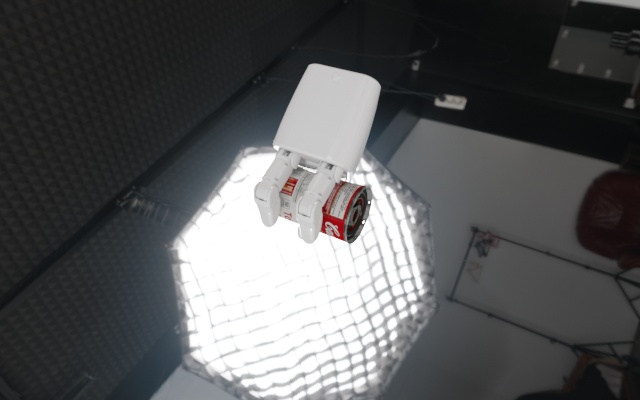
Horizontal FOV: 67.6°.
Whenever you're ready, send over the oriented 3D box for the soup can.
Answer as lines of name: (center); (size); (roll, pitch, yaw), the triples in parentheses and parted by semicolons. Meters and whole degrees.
soup can: (0.000, 0.002, 0.556); (0.102, 0.068, 0.068); (19, 7, 22)
